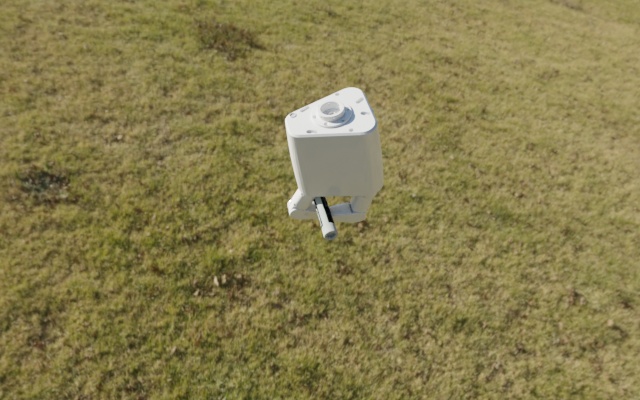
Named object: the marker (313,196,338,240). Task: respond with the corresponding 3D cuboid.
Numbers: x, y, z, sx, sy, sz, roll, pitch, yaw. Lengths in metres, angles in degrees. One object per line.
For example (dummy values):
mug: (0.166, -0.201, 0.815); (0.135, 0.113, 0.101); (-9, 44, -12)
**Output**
marker: (0.000, 0.002, 0.656); (0.020, 0.121, 0.020); (-10, -41, -9)
